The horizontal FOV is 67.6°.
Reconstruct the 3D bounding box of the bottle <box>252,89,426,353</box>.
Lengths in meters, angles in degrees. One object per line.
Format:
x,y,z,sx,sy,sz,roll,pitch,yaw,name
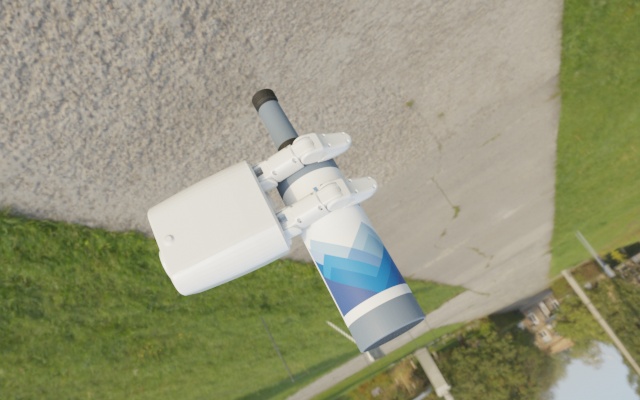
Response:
0.000,0.002,0.483,0.069,0.295,0.069,-24,-23,-11,bottle
